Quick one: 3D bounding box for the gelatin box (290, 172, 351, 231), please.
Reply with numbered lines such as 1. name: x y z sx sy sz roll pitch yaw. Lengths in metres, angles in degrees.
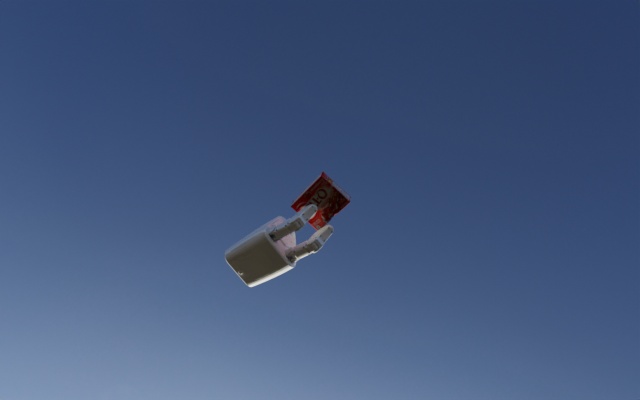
1. gelatin box: 0.000 0.003 0.888 0.089 0.073 0.030 -44 11 21
